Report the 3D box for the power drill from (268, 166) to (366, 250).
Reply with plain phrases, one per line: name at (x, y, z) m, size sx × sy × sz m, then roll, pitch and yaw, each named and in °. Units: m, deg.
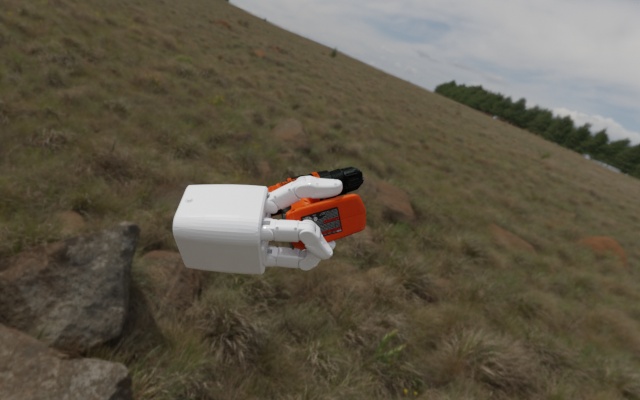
power drill at (0.000, 0.002, 0.696) m, size 0.184 × 0.057 × 0.187 m, roll -18°, pitch 17°, yaw -11°
